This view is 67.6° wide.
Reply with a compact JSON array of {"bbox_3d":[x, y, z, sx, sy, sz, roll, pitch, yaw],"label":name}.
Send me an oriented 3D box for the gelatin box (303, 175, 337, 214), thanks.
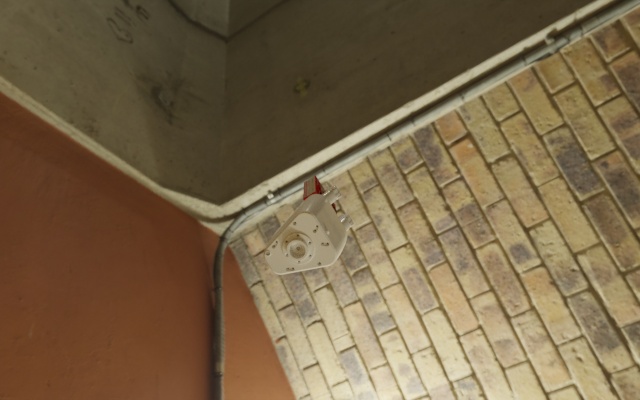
[{"bbox_3d":[0.000,0.003,0.871,0.030,0.073,0.089,-31,19,10],"label":"gelatin box"}]
